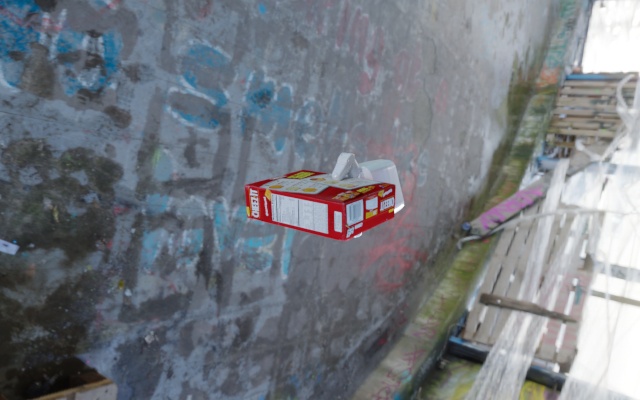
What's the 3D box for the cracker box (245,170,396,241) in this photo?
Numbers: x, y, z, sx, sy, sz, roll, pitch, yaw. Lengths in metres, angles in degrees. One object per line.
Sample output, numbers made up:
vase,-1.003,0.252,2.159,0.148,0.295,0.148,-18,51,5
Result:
cracker box,0.000,0.003,0.841,0.213,0.072,0.164,10,18,36
